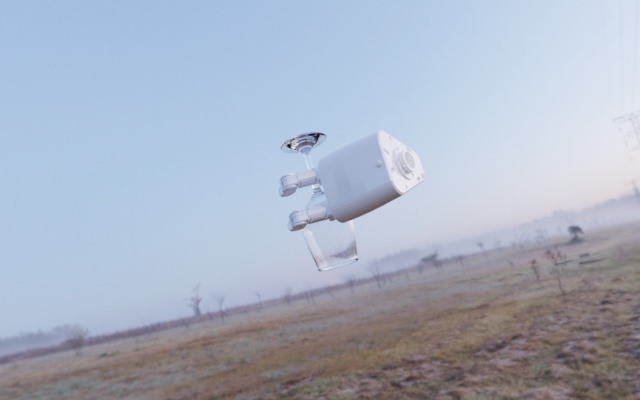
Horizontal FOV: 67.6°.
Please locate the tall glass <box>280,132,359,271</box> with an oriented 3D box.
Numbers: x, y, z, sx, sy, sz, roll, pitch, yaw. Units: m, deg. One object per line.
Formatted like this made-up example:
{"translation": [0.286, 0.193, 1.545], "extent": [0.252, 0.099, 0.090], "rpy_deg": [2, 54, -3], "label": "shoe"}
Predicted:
{"translation": [0.000, 0.002, 0.723], "extent": [0.079, 0.201, 0.079], "rpy_deg": [-15, -13, -3], "label": "tall glass"}
